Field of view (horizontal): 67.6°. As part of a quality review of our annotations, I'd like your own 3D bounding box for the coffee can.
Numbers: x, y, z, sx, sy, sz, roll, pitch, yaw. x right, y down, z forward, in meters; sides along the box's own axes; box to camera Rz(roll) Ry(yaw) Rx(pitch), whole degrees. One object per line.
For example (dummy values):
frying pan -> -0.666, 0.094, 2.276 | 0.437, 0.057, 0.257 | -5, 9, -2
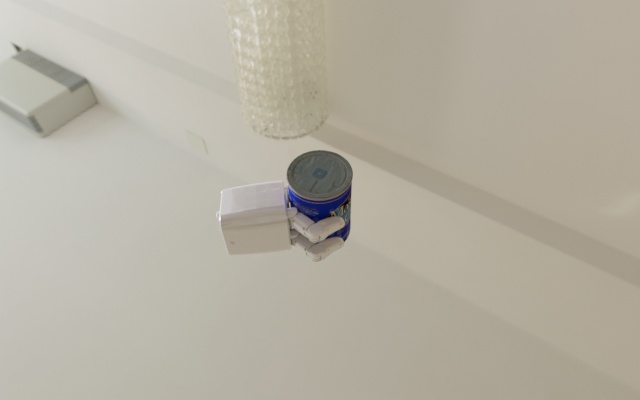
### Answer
coffee can -> 0.000, 0.002, 0.785 | 0.103, 0.102, 0.140 | 0, -40, 2
